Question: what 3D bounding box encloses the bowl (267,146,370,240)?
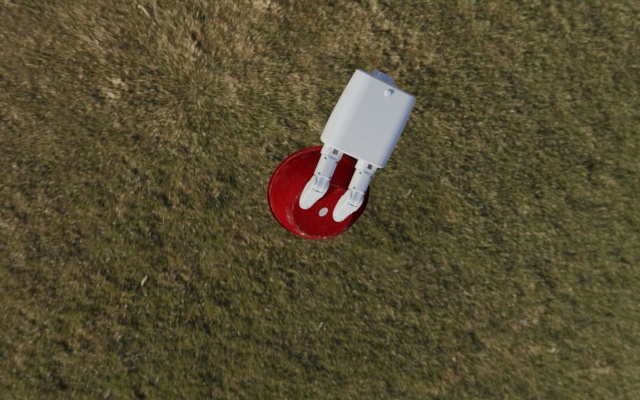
[{"bbox_3d":[0.000,0.004,0.721,0.162,0.162,0.055,0,29,-8],"label":"bowl"}]
